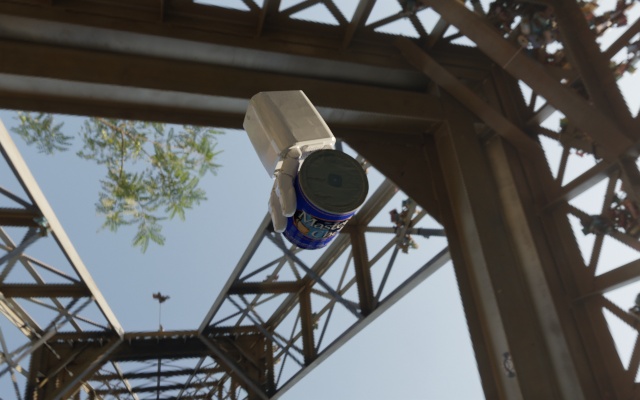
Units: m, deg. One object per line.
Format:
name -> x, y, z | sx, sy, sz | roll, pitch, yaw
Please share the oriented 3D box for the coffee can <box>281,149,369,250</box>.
coffee can -> 0.000, 0.002, 0.721 | 0.103, 0.102, 0.140 | 0, -27, -19
